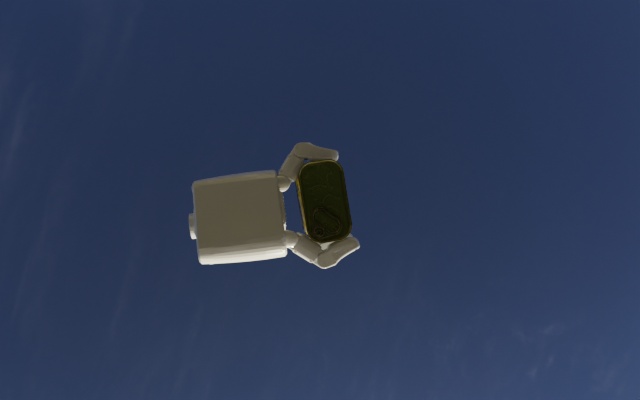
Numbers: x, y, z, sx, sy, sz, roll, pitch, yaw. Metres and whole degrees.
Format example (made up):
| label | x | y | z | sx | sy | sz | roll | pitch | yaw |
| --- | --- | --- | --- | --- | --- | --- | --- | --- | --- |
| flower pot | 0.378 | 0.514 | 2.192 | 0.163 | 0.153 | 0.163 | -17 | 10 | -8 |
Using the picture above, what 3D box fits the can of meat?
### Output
| label | x | y | z | sx | sy | sz | roll | pitch | yaw |
| --- | --- | --- | --- | --- | --- | --- | --- | --- | --- |
| can of meat | 0.000 | 0.002 | 0.625 | 0.057 | 0.102 | 0.084 | -9 | 0 | -9 |
